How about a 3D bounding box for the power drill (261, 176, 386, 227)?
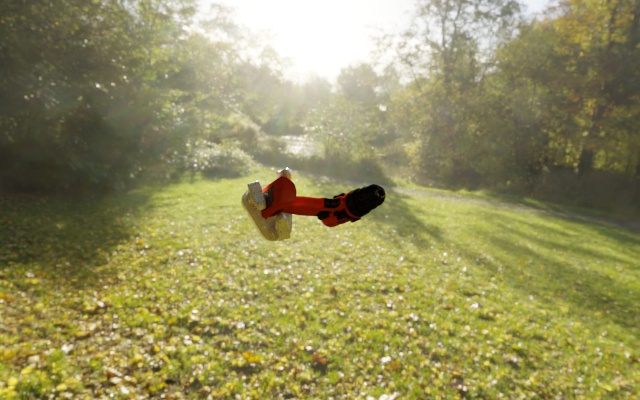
[{"bbox_3d":[0.000,0.003,0.861,0.188,0.057,0.184,10,-22,-28],"label":"power drill"}]
